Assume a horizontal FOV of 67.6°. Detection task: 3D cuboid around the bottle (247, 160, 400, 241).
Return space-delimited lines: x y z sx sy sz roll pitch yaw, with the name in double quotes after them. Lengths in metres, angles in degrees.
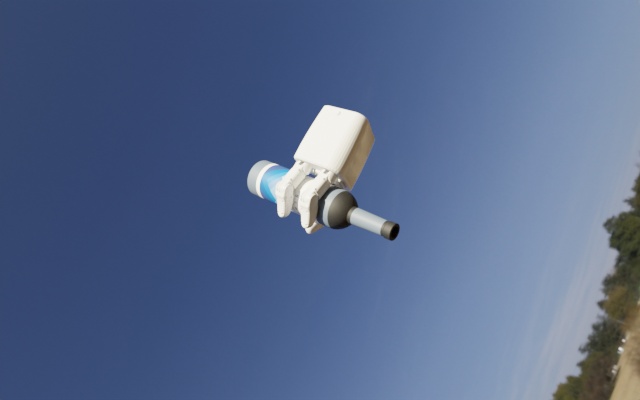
0.000 0.003 0.789 0.295 0.069 0.069 22 14 37 "bottle"
